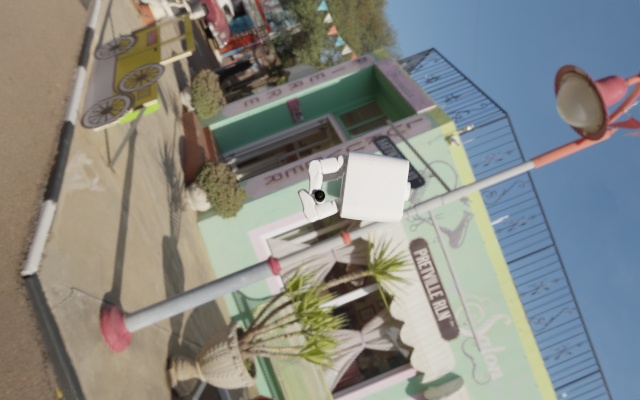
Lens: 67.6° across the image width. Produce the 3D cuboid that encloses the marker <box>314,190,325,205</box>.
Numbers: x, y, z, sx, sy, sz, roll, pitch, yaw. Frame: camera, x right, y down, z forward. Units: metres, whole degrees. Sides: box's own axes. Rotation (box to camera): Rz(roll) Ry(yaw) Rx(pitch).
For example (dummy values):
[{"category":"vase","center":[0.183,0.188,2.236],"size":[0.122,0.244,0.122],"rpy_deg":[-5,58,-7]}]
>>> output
[{"category":"marker","center":[0.000,0.003,0.853],"size":[0.020,0.020,0.121],"rpy_deg":[0,-12,1]}]
